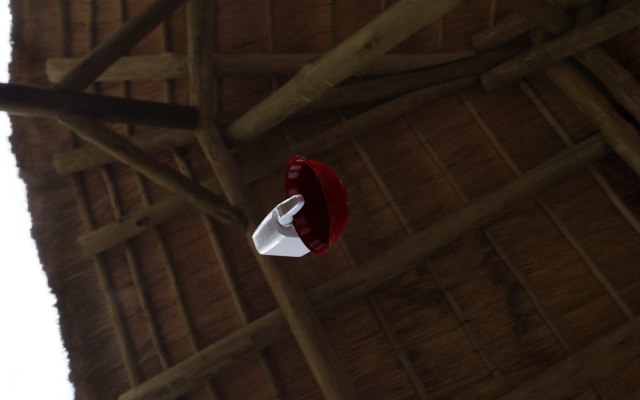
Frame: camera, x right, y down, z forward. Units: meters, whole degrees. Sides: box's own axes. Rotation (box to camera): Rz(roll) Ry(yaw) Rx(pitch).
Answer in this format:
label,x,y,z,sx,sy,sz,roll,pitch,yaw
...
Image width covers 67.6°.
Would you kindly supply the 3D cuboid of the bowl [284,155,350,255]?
label,x,y,z,sx,sy,sz,roll,pitch,yaw
bowl,0.001,0.002,0.763,0.055,0.162,0.162,-15,6,-25
